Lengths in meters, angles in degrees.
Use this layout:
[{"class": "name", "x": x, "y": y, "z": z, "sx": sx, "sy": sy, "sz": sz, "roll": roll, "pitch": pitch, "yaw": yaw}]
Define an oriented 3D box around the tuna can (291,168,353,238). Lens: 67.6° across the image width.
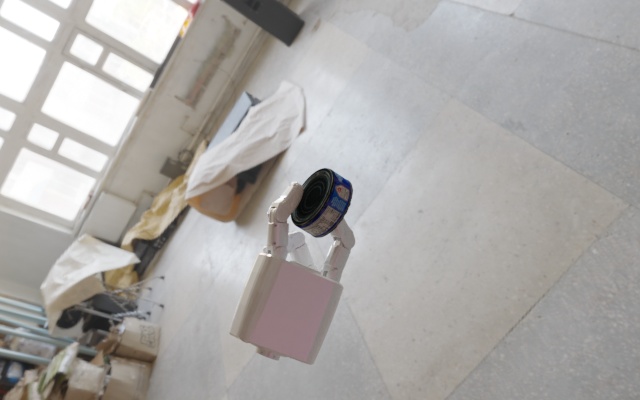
[{"class": "tuna can", "x": 0.000, "y": 0.002, "z": 0.606, "sx": 0.034, "sy": 0.086, "sz": 0.086, "roll": 32, "pitch": -16, "yaw": -27}]
